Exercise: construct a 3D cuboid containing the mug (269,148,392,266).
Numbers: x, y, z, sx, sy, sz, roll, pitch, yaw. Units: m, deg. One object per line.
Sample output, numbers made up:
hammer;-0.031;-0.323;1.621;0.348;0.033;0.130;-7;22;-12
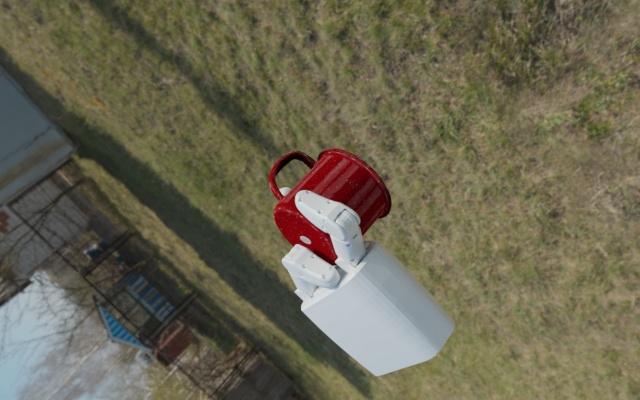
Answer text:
mug;-0.001;0.001;0.467;0.081;0.117;0.093;-47;1;-25
